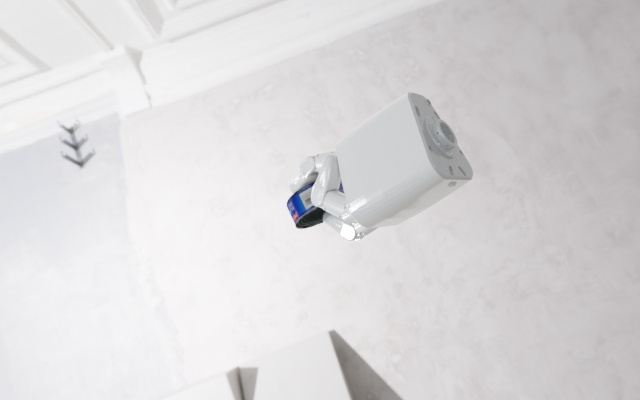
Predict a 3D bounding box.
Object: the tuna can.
[{"bbox_3d":[0.000,0.002,0.616,0.086,0.033,0.086,-24,-15,-7],"label":"tuna can"}]
